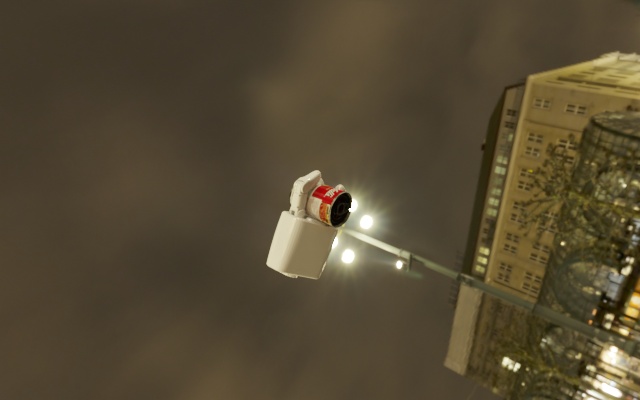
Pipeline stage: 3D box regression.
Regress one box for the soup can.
[{"bbox_3d":[0.000,0.002,0.896,0.102,0.068,0.068,21,12,36],"label":"soup can"}]
